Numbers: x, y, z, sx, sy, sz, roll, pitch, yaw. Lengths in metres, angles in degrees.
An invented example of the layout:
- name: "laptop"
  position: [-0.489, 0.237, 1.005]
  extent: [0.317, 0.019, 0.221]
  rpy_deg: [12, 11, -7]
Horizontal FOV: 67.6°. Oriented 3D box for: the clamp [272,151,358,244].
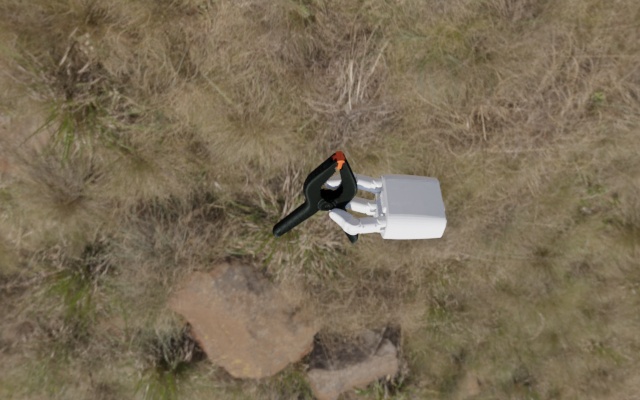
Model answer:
- name: "clamp"
  position: [0.001, 0.003, 0.844]
  extent: [0.164, 0.210, 0.036]
  rpy_deg: [0, 44, -9]
